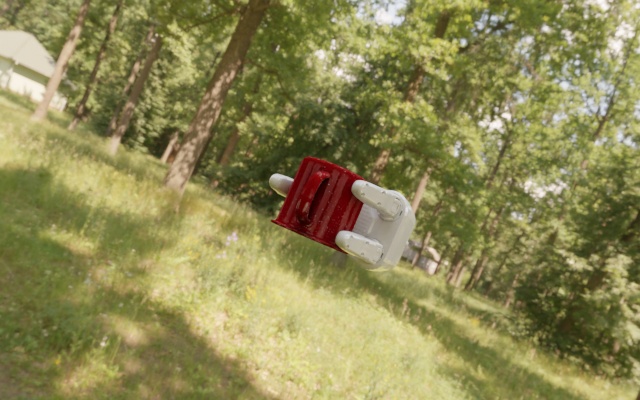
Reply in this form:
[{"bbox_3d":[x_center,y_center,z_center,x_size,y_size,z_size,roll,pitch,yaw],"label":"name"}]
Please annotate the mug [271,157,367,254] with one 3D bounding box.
[{"bbox_3d":[0.000,0.001,0.513,0.093,0.081,0.117,22,-4,18],"label":"mug"}]
